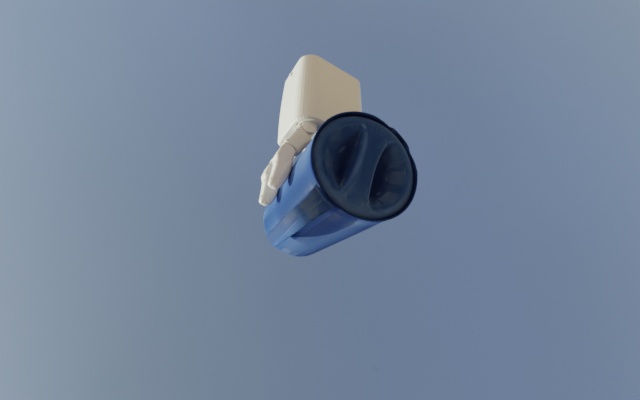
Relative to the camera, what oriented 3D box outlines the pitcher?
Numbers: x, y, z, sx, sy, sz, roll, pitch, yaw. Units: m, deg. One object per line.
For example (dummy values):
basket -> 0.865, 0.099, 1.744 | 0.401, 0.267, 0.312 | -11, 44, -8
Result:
pitcher -> 0.000, 0.002, 0.624 | 0.149, 0.145, 0.243 | 9, -23, -21
